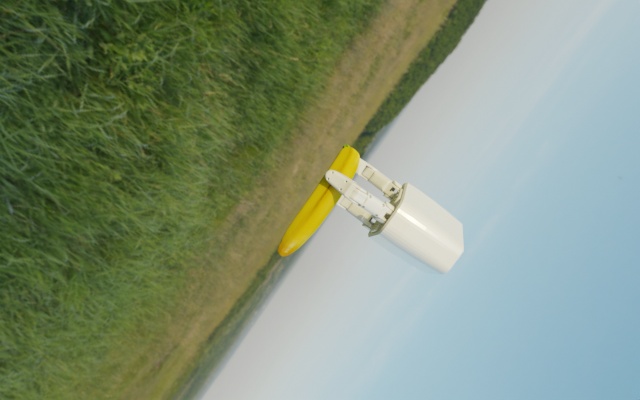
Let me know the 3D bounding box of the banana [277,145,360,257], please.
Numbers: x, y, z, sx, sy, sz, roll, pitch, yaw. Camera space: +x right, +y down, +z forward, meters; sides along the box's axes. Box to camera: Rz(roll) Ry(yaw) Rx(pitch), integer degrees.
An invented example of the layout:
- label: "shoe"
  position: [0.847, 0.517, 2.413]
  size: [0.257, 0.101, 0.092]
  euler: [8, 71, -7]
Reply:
- label: "banana"
  position: [0.005, -0.005, 0.670]
  size: [0.037, 0.197, 0.070]
  euler: [34, -17, -2]
